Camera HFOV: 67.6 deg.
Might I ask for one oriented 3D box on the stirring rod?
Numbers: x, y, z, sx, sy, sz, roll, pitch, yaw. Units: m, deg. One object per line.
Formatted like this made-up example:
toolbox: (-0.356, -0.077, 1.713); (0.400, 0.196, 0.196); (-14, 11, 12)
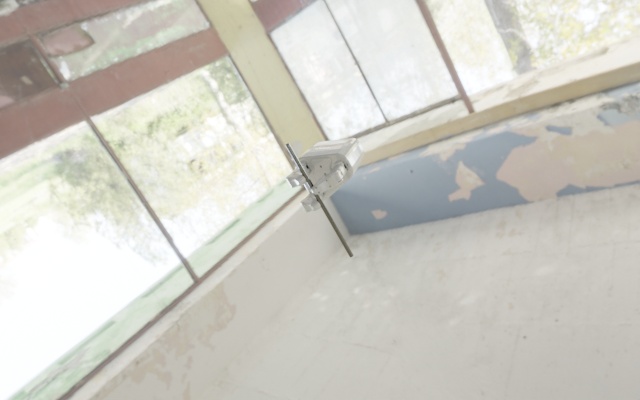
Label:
stirring rod: (0.000, 0.003, 0.860); (0.011, 0.239, 0.011); (-28, 15, 8)
